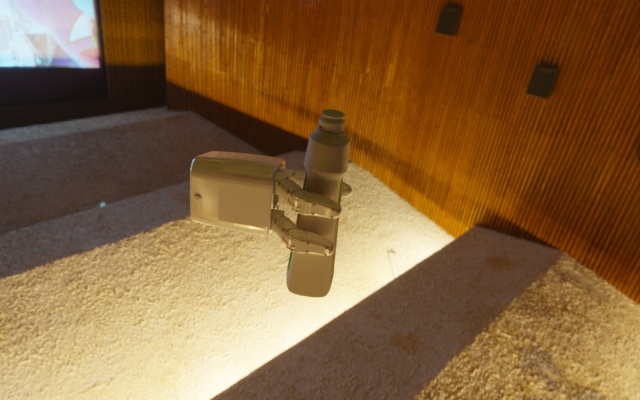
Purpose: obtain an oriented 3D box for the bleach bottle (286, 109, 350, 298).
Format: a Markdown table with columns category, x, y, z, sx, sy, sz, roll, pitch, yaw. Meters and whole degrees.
| category | x | y | z | sx | sy | sz | roll | pitch | yaw |
| --- | --- | --- | --- | --- | --- | --- | --- | --- | --- |
| bleach bottle | 0.000 | 0.002 | 0.630 | 0.068 | 0.251 | 0.102 | 8 | 28 | 0 |
